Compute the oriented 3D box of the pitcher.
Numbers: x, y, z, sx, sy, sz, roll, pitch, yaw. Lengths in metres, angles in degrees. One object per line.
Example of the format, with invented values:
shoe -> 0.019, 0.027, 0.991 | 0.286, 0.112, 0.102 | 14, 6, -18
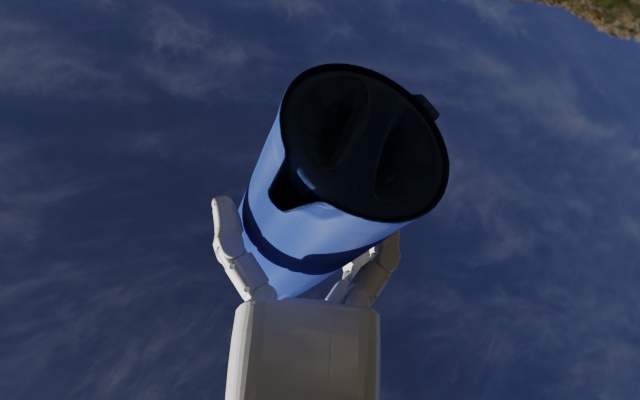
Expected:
pitcher -> 0.000, 0.002, 0.434 | 0.149, 0.145, 0.243 | 12, -30, -18
